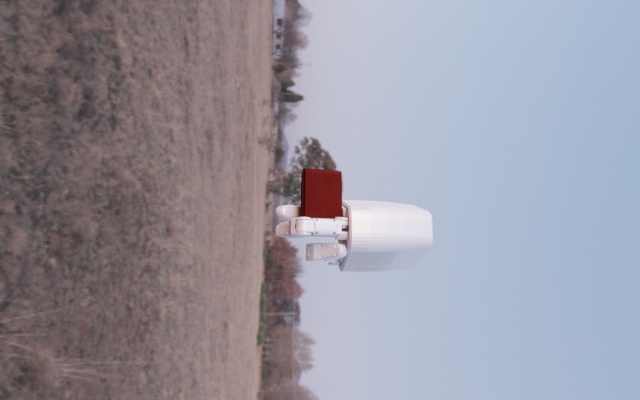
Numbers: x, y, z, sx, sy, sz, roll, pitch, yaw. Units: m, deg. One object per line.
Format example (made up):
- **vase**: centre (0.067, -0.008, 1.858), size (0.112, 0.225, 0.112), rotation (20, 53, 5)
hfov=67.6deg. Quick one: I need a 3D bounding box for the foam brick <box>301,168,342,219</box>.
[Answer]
- **foam brick**: centre (0.000, 0.002, 0.632), size (0.051, 0.078, 0.053), rotation (1, -11, -5)
